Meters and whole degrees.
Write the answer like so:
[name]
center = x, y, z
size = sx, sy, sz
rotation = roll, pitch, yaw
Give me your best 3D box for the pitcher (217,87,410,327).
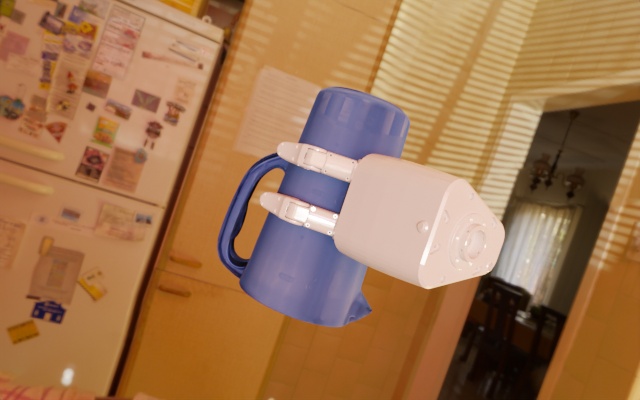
[pitcher]
center = 0.000, 0.002, 0.531
size = 0.149, 0.243, 0.145
rotation = 18, 2, -40
